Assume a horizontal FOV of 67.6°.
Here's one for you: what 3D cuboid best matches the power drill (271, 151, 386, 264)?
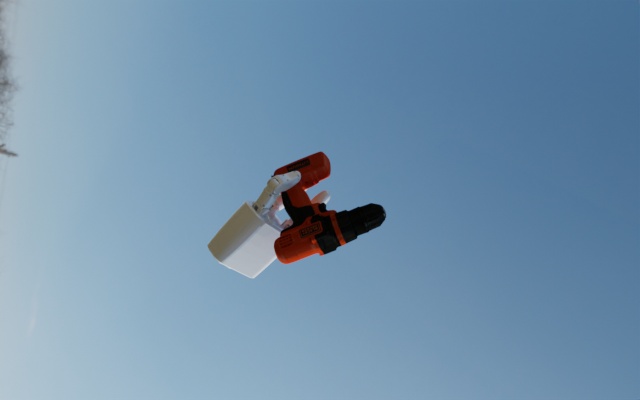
[{"bbox_3d":[0.000,0.002,0.794,0.184,0.187,0.057,-21,-45,4],"label":"power drill"}]
